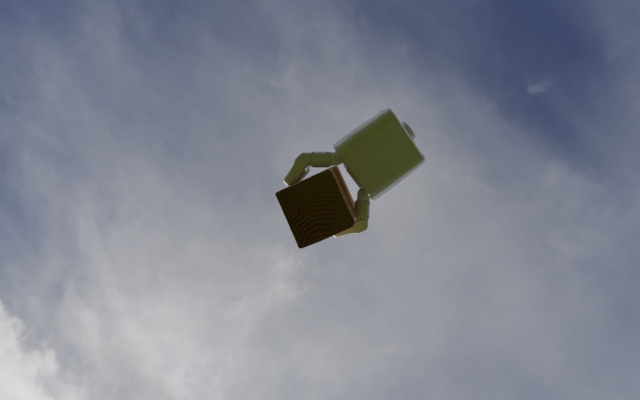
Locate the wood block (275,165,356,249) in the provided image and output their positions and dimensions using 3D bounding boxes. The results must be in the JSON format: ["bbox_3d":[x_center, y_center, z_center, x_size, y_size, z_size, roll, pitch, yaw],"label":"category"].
[{"bbox_3d":[0.001,0.003,0.775,0.090,0.091,0.206,-24,3,7],"label":"wood block"}]
